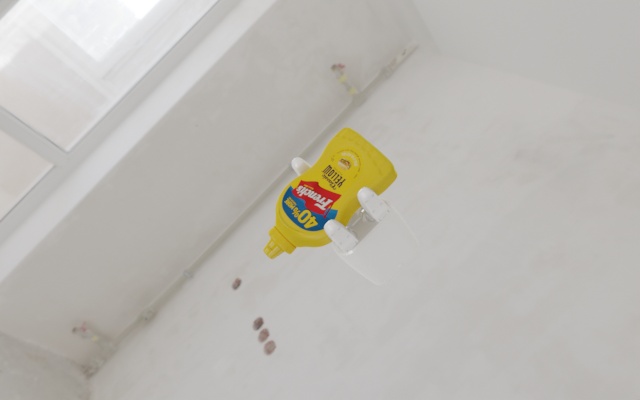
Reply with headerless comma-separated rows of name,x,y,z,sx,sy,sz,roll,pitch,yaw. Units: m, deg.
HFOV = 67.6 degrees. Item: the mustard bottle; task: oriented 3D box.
mustard bottle,0.000,0.002,0.610,0.096,0.191,0.058,45,0,26
